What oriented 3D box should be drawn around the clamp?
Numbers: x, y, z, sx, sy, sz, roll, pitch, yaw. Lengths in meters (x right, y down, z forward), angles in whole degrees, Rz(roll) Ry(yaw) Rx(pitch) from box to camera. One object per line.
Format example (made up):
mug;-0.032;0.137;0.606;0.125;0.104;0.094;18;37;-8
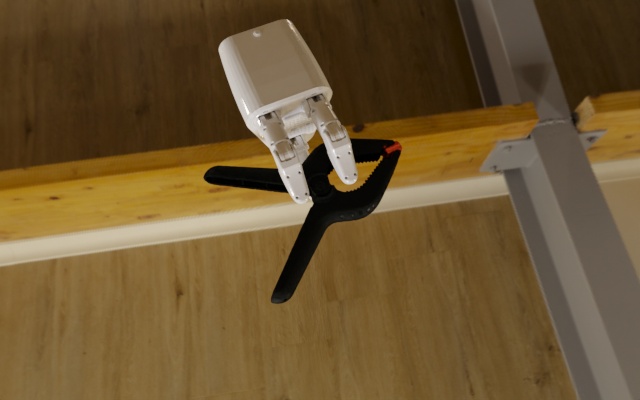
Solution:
clamp;0.000;0.002;0.508;0.210;0.164;0.036;-22;-17;-9
